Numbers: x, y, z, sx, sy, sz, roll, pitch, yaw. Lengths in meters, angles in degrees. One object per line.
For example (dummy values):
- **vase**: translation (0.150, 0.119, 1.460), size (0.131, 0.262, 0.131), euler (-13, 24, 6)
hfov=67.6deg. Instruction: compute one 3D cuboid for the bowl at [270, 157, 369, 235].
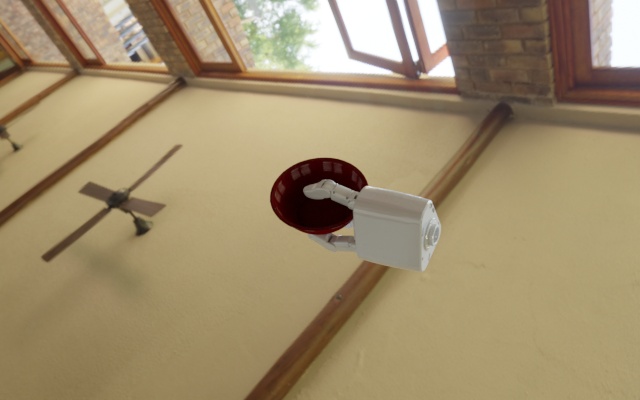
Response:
- **bowl**: translation (-0.001, 0.002, 0.792), size (0.162, 0.162, 0.055), euler (0, -41, 7)
